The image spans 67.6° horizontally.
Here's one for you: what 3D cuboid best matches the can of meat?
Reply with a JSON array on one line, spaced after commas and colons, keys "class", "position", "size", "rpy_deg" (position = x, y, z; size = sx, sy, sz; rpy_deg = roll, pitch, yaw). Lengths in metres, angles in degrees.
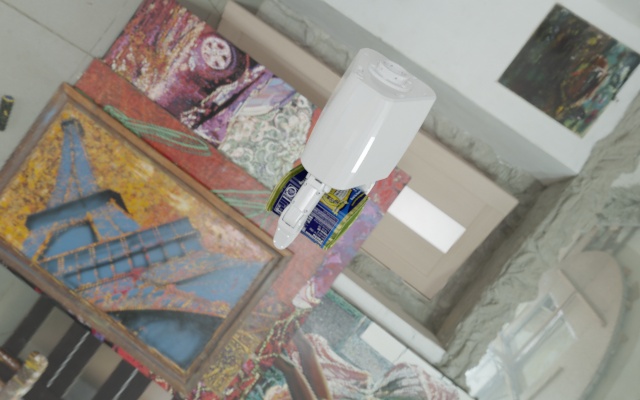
[{"class": "can of meat", "position": [0.000, 0.002, 0.547], "size": [0.084, 0.057, 0.102], "rpy_deg": [36, 31, 8]}]
